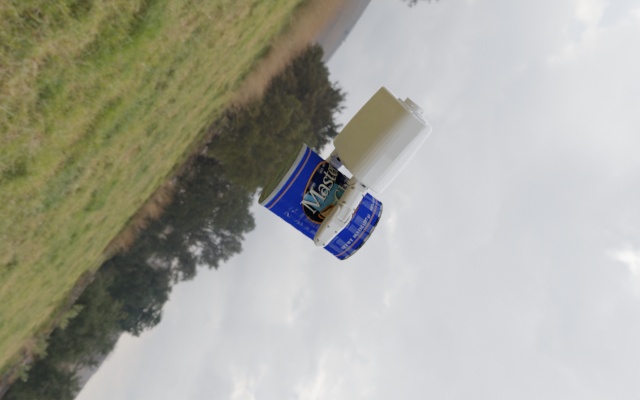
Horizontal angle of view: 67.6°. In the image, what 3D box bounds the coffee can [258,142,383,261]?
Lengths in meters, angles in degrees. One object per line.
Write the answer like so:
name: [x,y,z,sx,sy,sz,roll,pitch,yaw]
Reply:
coffee can: [0.000,0.002,0.660,0.140,0.103,0.103,36,-10,-13]
